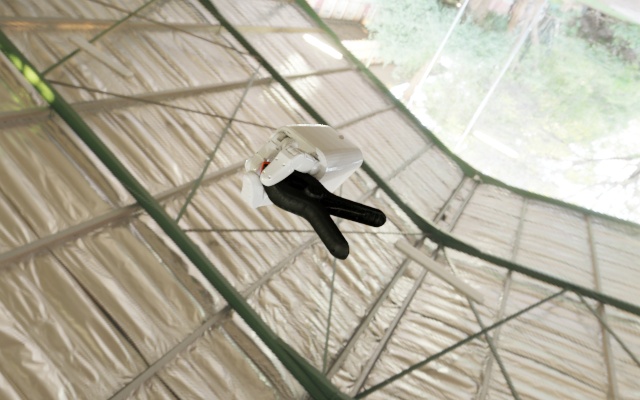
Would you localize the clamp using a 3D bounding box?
[{"bbox_3d":[0.000,0.002,0.600,0.171,0.039,0.120,40,29,23],"label":"clamp"}]
